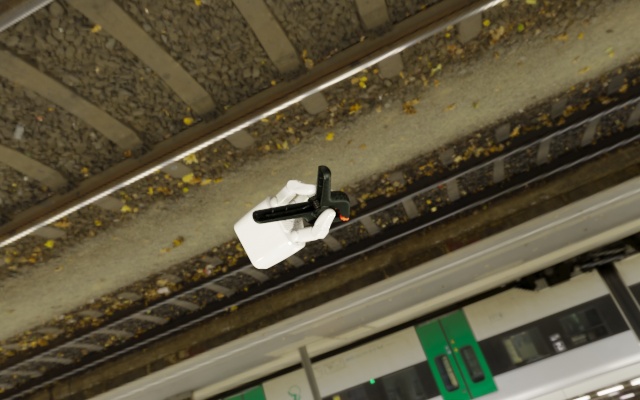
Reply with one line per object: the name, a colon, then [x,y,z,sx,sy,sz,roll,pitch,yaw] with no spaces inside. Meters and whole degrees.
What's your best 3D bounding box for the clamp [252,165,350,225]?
clamp: [0.001,0.004,0.868,0.164,0.036,0.210,-36,-28,28]
